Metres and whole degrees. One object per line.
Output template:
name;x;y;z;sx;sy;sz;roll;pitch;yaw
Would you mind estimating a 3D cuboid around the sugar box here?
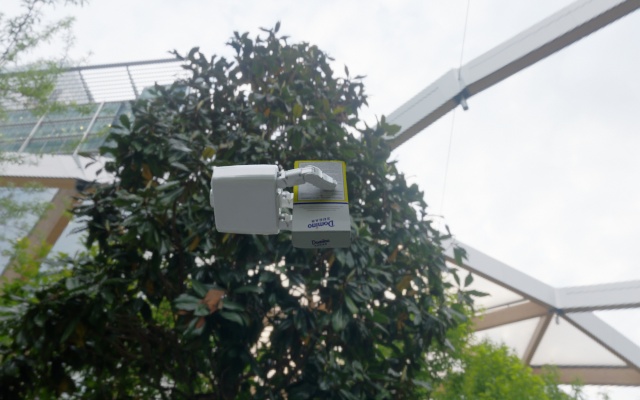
sugar box;0.000;0.003;0.804;0.093;0.176;0.048;0;-45;0
